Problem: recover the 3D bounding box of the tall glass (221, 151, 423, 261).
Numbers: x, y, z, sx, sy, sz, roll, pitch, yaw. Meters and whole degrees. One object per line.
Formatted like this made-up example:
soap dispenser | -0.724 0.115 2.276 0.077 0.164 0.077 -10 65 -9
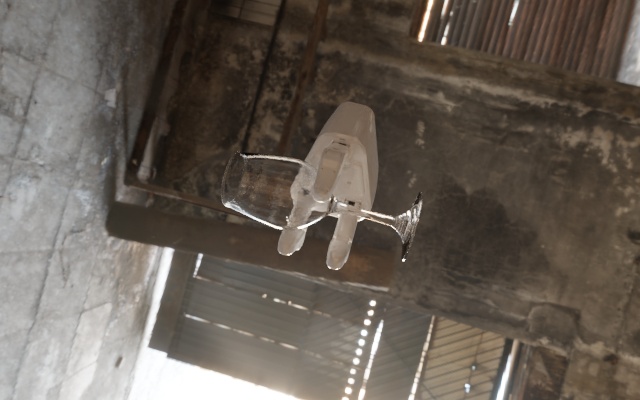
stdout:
tall glass | 0.001 0.002 0.506 0.201 0.079 0.079 15 1 6
